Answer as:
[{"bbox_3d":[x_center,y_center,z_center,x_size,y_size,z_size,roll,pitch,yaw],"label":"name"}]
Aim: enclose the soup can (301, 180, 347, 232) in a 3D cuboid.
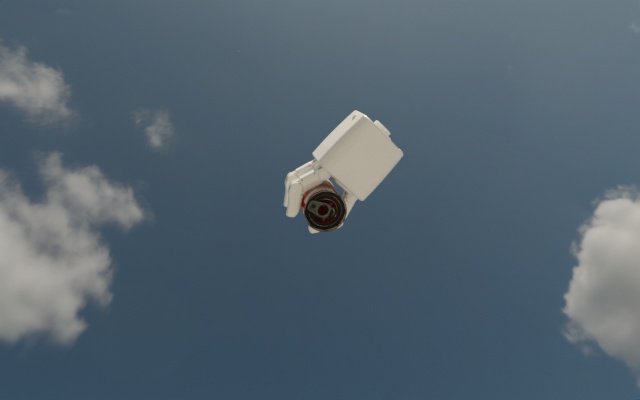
[{"bbox_3d":[0.000,0.003,0.789,0.068,0.068,0.102,0,17,-10],"label":"soup can"}]
